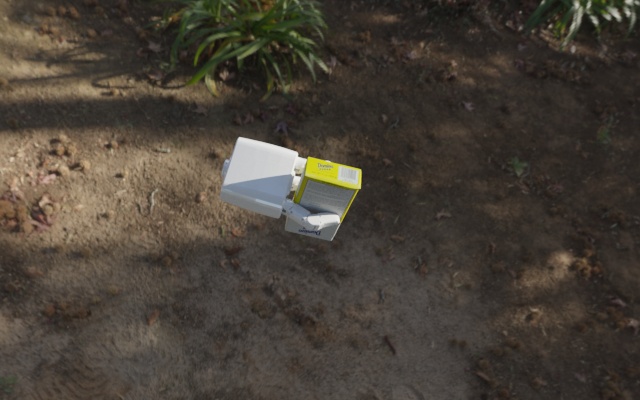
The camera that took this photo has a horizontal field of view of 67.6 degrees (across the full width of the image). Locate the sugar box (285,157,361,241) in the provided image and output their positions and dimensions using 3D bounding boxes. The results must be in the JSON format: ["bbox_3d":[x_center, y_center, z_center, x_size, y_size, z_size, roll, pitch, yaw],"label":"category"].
[{"bbox_3d":[0.000,0.002,0.825,0.093,0.048,0.176,14,-33,-8],"label":"sugar box"}]
